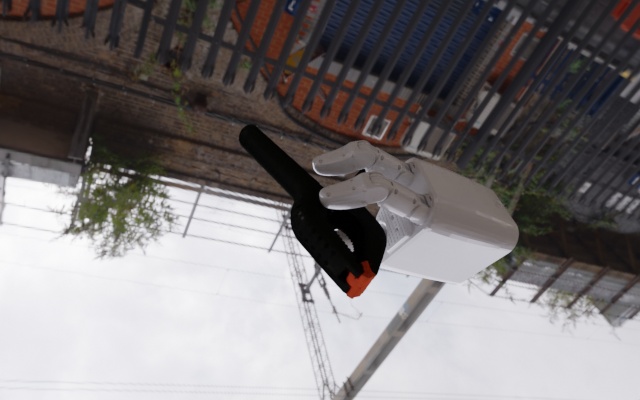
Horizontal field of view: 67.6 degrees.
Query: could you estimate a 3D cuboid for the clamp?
[{"bbox_3d":[0.000,0.003,0.457,0.164,0.036,0.209,18,32,-21],"label":"clamp"}]
